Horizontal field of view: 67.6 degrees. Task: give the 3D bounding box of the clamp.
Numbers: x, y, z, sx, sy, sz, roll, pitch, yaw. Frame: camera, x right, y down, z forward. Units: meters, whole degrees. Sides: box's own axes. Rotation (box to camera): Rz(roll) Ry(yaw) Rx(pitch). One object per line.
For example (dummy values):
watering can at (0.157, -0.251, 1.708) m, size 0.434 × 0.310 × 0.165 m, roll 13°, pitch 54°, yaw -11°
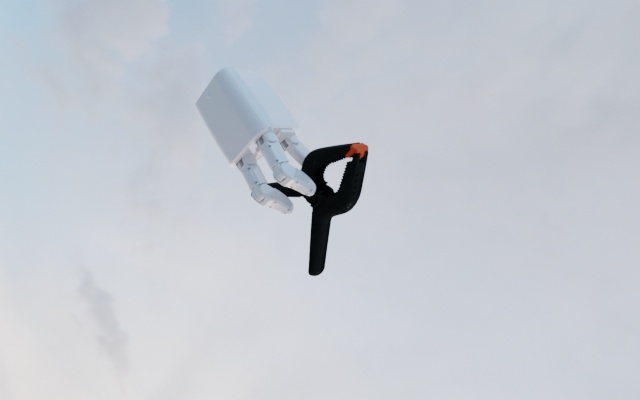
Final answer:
clamp at (0.001, 0.001, 0.658) m, size 0.210 × 0.164 × 0.036 m, roll -39°, pitch -9°, yaw 39°
